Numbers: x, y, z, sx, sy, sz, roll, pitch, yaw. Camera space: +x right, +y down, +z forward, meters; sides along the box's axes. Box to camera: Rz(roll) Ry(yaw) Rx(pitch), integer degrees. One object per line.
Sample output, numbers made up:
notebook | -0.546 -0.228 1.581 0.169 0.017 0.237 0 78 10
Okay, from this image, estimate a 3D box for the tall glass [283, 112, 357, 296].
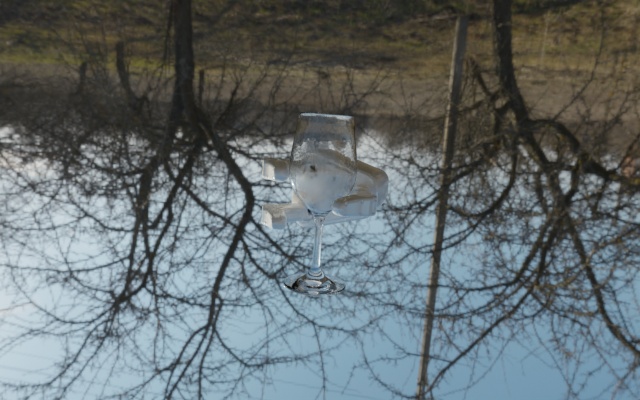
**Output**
tall glass | 0.000 0.003 0.549 0.079 0.201 0.079 4 10 -1
